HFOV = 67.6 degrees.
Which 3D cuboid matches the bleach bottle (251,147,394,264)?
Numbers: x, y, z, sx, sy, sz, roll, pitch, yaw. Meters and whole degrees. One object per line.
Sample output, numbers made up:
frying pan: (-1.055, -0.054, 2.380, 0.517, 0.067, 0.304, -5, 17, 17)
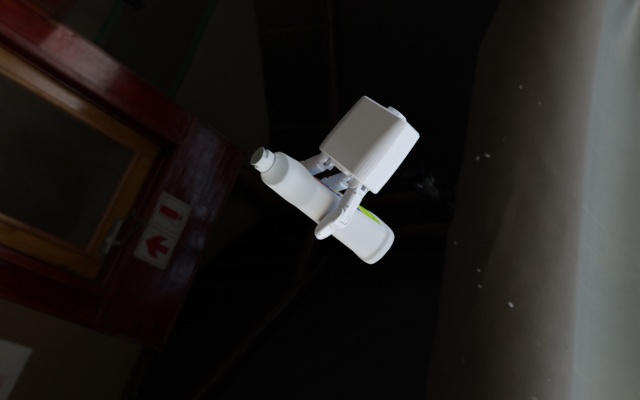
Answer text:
bleach bottle: (0.000, 0.002, 0.725, 0.251, 0.068, 0.102, 36, 6, -34)
